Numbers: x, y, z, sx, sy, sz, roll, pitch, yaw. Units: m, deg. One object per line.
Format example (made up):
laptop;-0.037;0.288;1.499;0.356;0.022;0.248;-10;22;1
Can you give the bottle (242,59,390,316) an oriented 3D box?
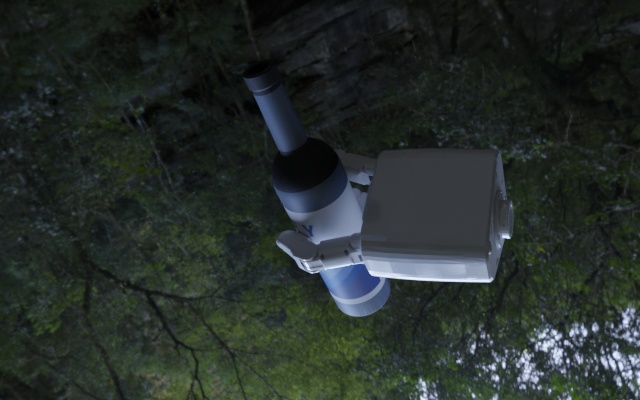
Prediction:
bottle;0.000;0.002;0.463;0.069;0.296;0.069;-15;39;13
